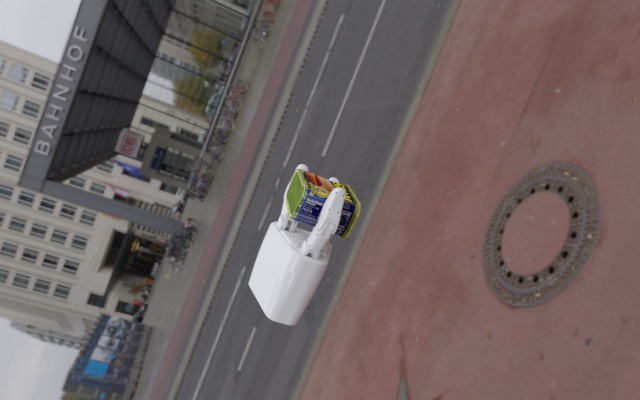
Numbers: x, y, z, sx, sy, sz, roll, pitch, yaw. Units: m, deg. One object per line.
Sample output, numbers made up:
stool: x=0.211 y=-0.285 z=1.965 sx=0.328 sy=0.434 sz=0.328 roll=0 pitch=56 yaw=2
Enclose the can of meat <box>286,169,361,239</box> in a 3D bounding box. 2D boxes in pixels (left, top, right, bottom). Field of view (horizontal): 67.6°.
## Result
can of meat: x=0.000 y=0.002 z=0.673 sx=0.084 sy=0.057 sz=0.102 roll=20 pitch=18 yaw=-16
